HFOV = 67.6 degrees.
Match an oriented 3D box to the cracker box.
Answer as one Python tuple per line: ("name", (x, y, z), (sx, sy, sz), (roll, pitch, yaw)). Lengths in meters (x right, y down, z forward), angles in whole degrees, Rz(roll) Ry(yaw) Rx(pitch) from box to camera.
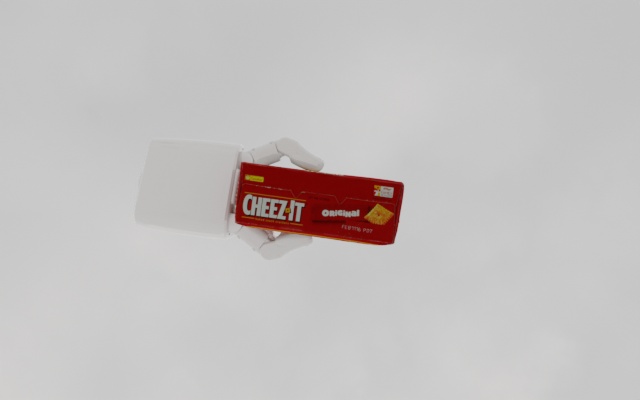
("cracker box", (0.000, 0.002, 0.572), (0.164, 0.072, 0.213), (7, 2, 1))
